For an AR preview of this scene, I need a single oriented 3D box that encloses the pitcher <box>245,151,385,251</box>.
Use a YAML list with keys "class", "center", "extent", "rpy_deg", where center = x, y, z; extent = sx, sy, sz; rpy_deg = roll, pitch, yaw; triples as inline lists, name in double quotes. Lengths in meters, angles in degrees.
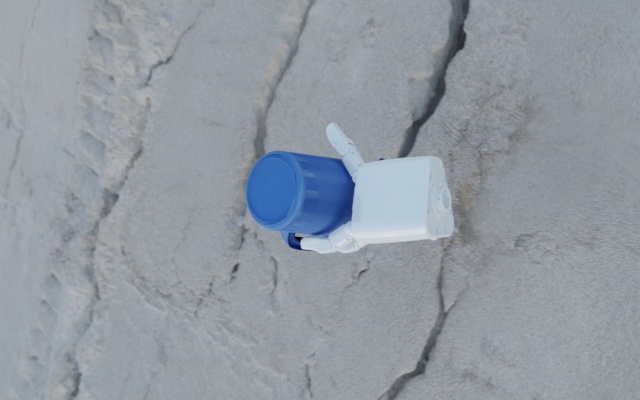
- class: "pitcher"
  center: [0.000, 0.002, 0.729]
  extent: [0.145, 0.149, 0.243]
  rpy_deg: [-6, -7, 36]
